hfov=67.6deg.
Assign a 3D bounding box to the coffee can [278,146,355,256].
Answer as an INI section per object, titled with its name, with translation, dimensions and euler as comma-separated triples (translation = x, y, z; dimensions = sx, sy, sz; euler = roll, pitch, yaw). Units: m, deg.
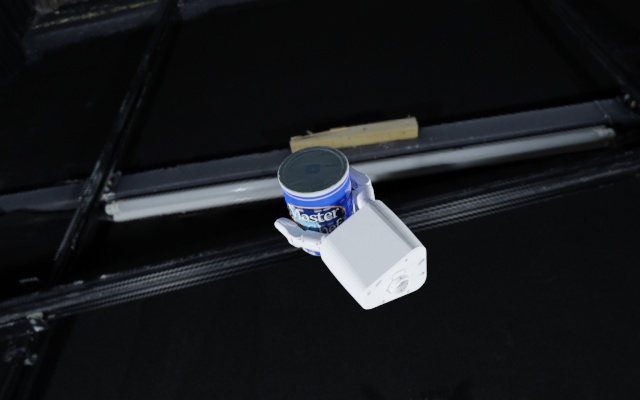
[coffee can]
translation = 0.000, 0.002, 0.731
dimensions = 0.103, 0.102, 0.140
euler = 0, -44, 13
